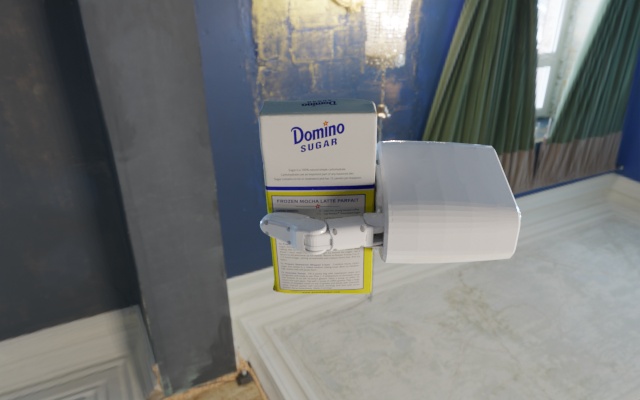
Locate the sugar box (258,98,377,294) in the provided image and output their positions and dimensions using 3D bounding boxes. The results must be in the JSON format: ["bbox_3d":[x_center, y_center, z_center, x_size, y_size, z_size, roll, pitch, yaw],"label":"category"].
[{"bbox_3d":[0.000,0.001,0.419,0.093,0.176,0.048,0,27,1],"label":"sugar box"}]
